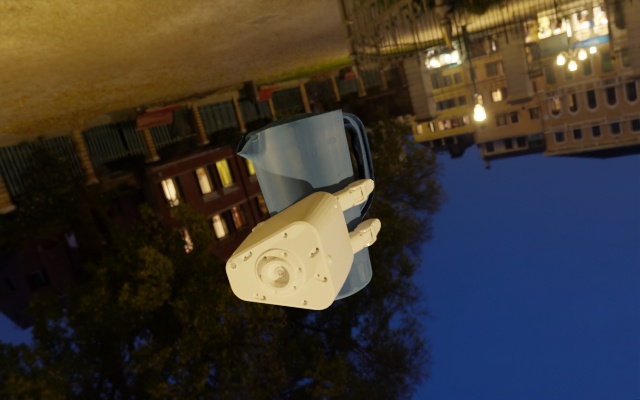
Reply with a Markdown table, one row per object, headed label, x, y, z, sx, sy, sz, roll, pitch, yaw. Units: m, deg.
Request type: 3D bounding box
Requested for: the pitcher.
| label | x | y | z | sx | sy | sz | roll | pitch | yaw |
| --- | --- | --- | --- | --- | --- | --- | --- | --- | --- |
| pitcher | 0.000 | 0.002 | 0.645 | 0.149 | 0.243 | 0.145 | -12 | 12 | 14 |
